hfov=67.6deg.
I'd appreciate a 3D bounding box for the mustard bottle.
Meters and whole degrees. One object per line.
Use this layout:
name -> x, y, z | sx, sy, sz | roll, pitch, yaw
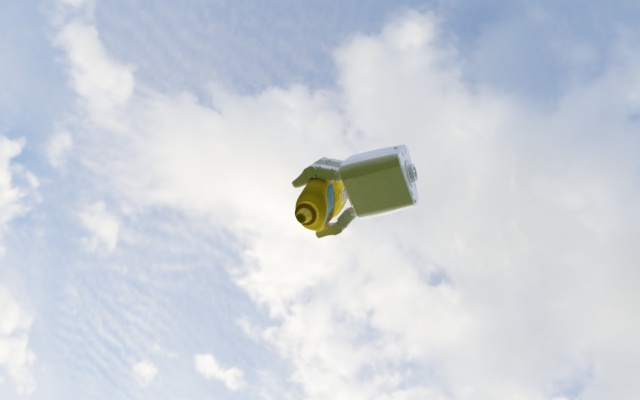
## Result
mustard bottle -> 0.000, 0.003, 0.860 | 0.058, 0.096, 0.191 | 13, 20, 16
